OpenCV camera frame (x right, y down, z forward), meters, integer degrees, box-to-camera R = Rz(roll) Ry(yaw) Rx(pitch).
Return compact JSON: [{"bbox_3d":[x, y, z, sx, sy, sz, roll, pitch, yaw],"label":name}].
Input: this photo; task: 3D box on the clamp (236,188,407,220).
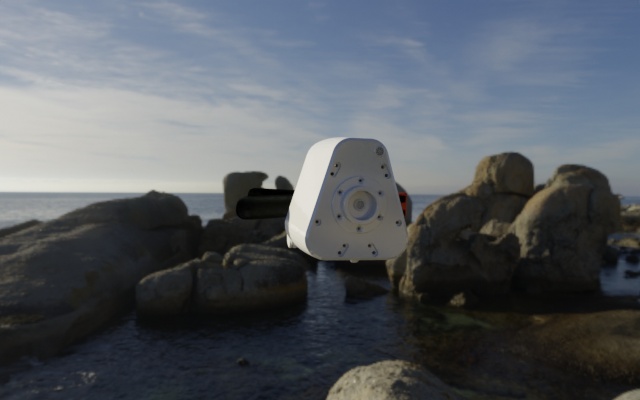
[{"bbox_3d":[0.001,0.001,0.594,0.210,0.036,0.164,0,6,-11],"label":"clamp"}]
